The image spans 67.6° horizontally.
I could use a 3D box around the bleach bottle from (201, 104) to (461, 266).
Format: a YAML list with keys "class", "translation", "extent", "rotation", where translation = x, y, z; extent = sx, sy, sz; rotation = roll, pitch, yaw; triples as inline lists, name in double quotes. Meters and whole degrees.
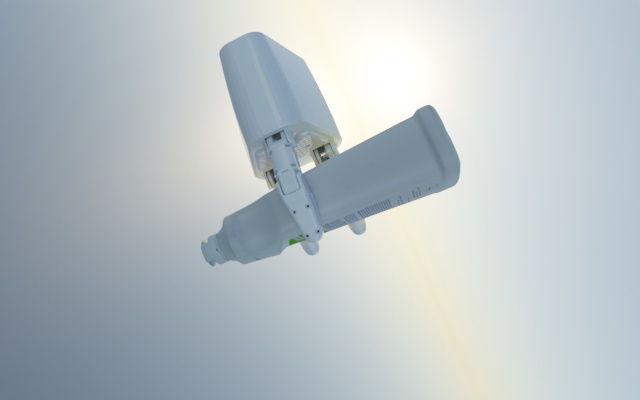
- class: "bleach bottle"
  translation: [0.000, 0.002, 0.450]
  extent: [0.251, 0.068, 0.102]
  rotation: [-24, -15, 8]
